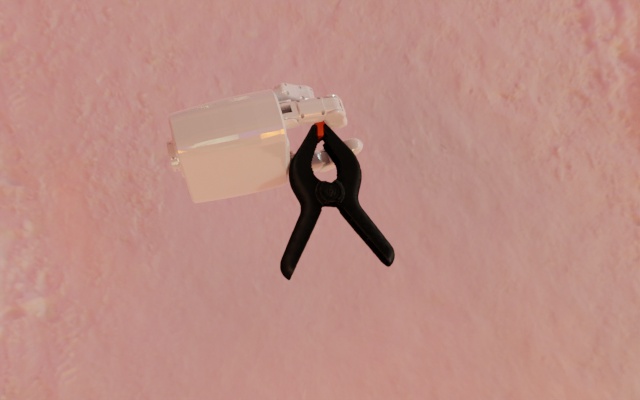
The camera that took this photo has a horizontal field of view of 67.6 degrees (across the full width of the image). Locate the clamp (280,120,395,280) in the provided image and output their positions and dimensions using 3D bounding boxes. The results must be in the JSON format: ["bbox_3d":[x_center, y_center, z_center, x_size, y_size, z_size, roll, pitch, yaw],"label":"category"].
[{"bbox_3d":[0.000,0.001,0.506,0.120,0.171,0.039,-13,-14,-18],"label":"clamp"}]
